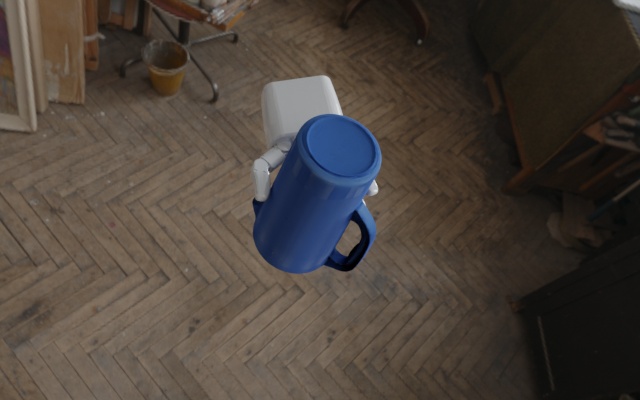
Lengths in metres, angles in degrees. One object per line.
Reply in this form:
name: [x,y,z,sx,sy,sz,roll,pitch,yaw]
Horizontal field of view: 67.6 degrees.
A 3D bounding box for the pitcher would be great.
pitcher: [0.000,0.002,0.660,0.149,0.145,0.243,0,-30,-19]
